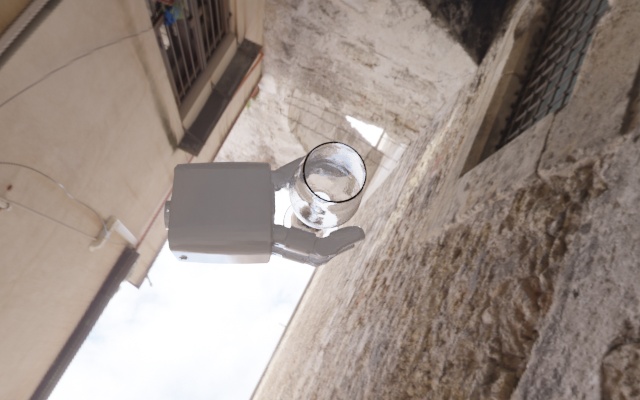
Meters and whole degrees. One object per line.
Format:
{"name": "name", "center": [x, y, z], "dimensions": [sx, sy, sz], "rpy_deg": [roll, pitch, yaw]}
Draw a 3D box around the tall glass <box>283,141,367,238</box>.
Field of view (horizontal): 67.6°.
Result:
{"name": "tall glass", "center": [0.000, 0.002, 0.542], "dimensions": [0.079, 0.079, 0.201], "rpy_deg": [0, -17, -9]}
